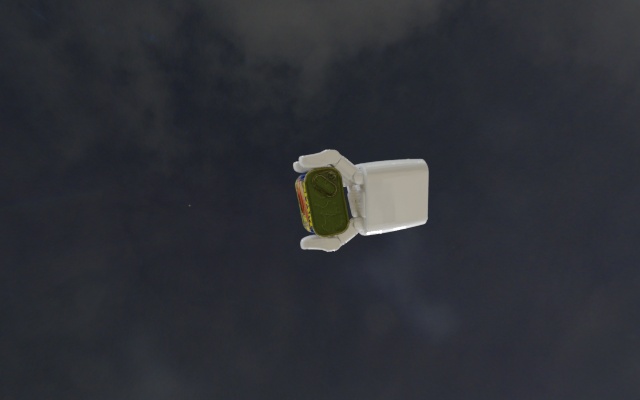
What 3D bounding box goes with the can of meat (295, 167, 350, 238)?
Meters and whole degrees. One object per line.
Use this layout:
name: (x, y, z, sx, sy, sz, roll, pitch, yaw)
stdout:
can of meat: (0.000, 0.003, 0.738, 0.057, 0.102, 0.084, -11, 2, -14)
